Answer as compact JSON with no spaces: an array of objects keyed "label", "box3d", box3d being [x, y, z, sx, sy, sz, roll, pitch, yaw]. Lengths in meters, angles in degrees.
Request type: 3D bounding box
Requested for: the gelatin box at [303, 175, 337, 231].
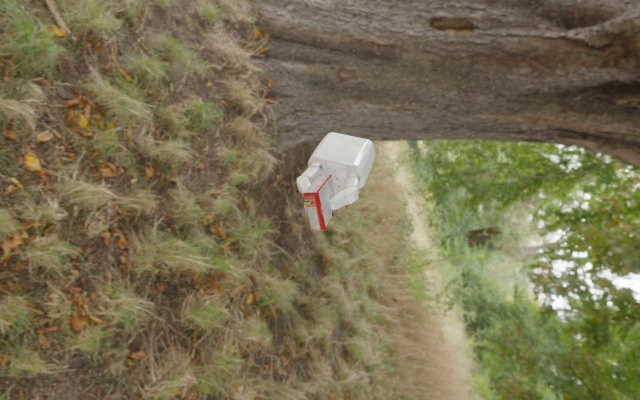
[{"label":"gelatin box","box3d":[0.000,0.003,0.865,0.030,0.073,0.089,-3,23,20]}]
